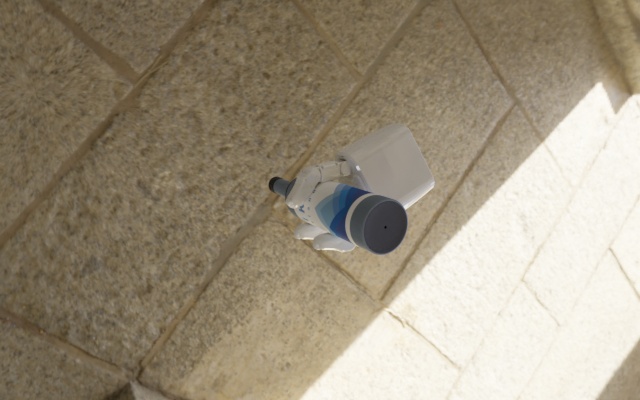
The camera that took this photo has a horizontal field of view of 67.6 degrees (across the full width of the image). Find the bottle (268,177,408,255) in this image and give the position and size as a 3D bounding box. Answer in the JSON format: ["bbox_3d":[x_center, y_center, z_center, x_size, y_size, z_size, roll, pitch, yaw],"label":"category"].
[{"bbox_3d":[0.000,0.002,0.664,0.069,0.069,0.295,0,11,-31],"label":"bottle"}]
